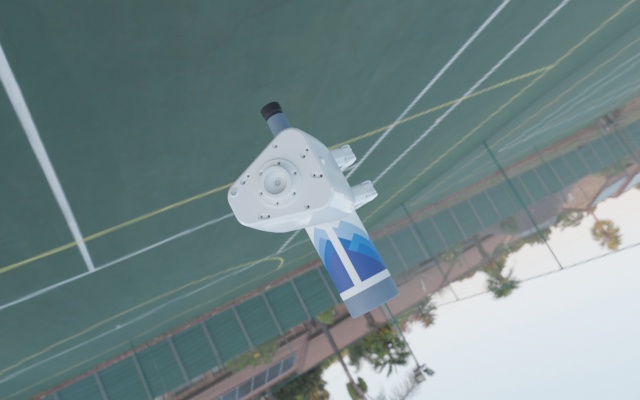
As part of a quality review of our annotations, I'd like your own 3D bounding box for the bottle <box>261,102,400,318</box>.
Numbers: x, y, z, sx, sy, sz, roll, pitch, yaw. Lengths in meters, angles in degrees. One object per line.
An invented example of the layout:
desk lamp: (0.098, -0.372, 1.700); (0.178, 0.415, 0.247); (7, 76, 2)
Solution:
bottle: (0.000, 0.002, 0.614); (0.069, 0.295, 0.069); (-27, -11, -6)
